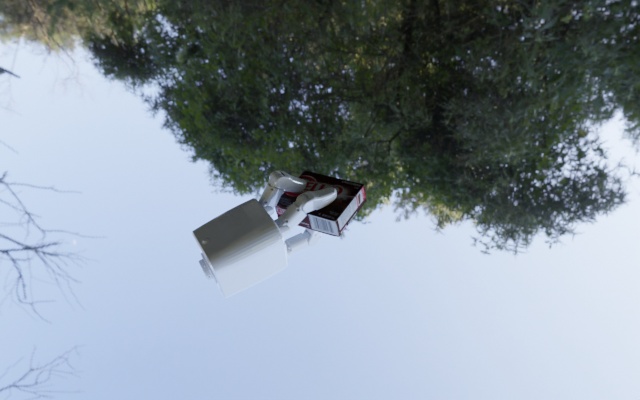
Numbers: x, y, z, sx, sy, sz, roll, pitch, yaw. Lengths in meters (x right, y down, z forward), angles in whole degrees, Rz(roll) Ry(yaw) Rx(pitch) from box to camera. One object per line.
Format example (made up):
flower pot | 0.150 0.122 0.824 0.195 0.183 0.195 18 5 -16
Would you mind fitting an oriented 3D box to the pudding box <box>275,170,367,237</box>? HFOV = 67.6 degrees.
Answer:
pudding box | 0.000 0.003 0.725 0.113 0.039 0.090 16 48 28
